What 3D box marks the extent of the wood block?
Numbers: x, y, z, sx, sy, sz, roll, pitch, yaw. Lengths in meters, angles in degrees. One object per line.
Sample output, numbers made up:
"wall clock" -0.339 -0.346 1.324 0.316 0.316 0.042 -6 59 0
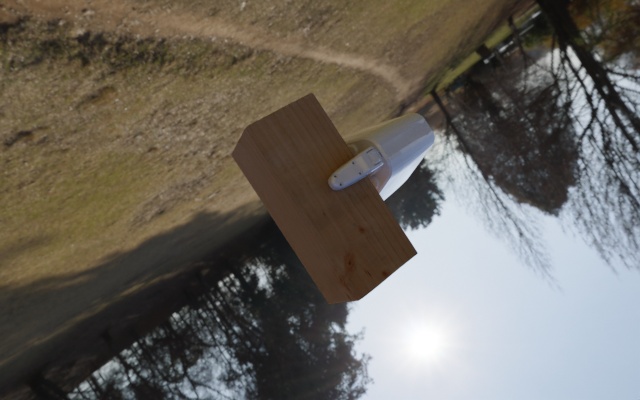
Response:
"wood block" 0.001 0.002 0.527 0.090 0.206 0.091 -33 -1 -25
